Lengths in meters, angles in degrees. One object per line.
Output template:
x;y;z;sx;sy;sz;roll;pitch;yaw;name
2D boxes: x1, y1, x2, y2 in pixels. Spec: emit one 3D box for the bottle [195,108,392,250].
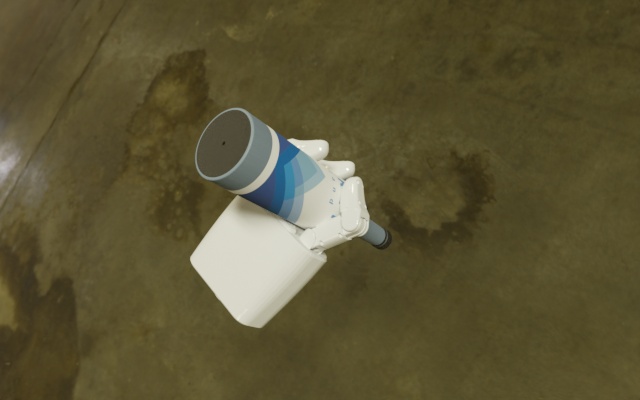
0.000;0.002;0.509;0.069;0.069;0.296;0;-20;36;bottle
